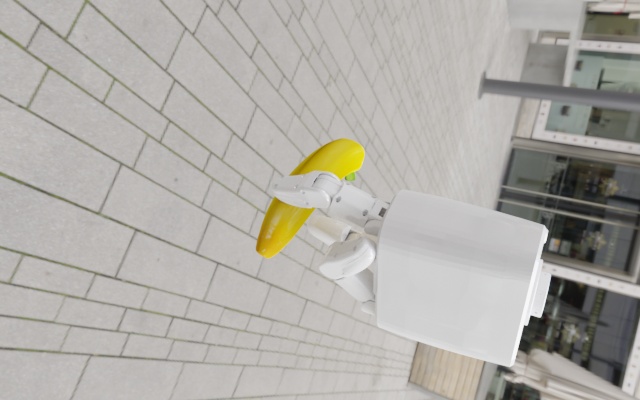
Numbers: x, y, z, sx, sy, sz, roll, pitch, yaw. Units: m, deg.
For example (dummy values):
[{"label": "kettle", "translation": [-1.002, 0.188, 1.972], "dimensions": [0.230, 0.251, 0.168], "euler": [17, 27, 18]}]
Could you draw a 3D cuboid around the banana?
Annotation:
[{"label": "banana", "translation": [0.002, -0.017, 0.451], "dimensions": [0.037, 0.070, 0.197], "euler": [14, 28, 24]}]
